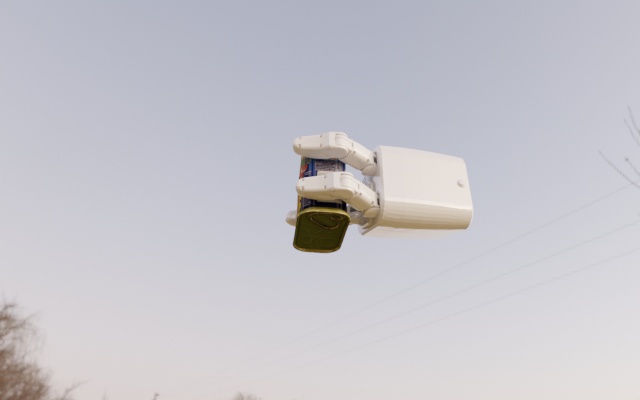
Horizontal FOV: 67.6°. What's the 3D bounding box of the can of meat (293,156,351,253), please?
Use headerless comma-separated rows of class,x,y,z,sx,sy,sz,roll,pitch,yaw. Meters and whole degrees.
can of meat,0.000,0.002,0.553,0.057,0.084,0.102,4,-31,-5
